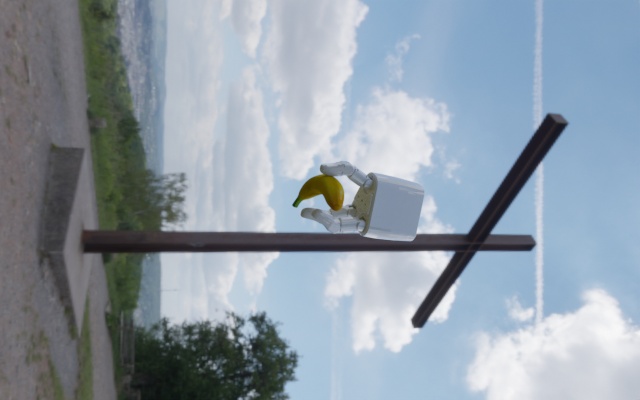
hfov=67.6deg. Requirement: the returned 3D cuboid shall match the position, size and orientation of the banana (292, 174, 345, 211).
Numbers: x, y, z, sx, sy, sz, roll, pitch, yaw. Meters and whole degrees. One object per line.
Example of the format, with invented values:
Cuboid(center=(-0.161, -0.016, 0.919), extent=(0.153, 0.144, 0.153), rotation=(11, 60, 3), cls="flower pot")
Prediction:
Cuboid(center=(0.004, -0.015, 0.853), extent=(0.037, 0.069, 0.198), rotation=(19, -7, -21), cls="banana")
